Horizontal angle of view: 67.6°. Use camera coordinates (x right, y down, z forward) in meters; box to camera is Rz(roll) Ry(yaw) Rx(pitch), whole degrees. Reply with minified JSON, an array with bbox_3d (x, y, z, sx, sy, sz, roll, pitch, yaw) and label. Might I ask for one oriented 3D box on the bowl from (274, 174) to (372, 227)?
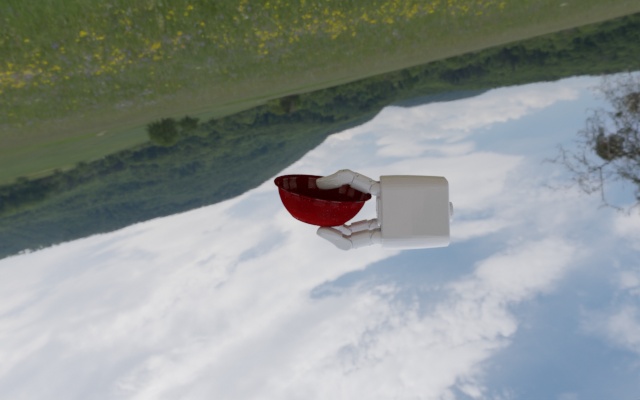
[{"bbox_3d":[-0.001,0.003,0.781,0.162,0.055,0.162,9,15,-2],"label":"bowl"}]
